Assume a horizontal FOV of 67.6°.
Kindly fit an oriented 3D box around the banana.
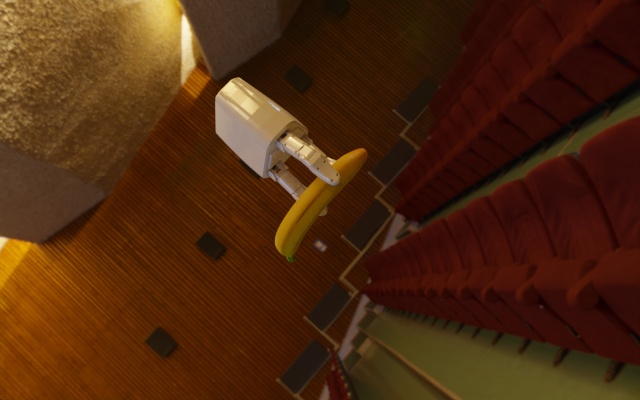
[{"bbox_3d":[-0.008,0.006,0.651,0.037,0.198,0.069,40,15,13],"label":"banana"}]
